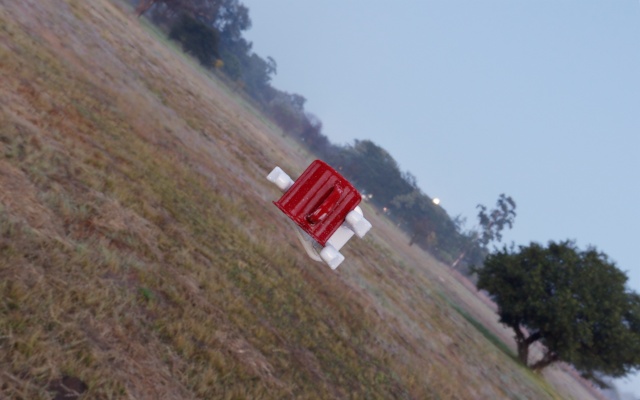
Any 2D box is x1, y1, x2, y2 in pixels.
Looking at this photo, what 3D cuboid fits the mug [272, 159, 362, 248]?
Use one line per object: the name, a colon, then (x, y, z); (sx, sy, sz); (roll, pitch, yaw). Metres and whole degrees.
mug: (0.000, 0.002, 0.604); (0.093, 0.081, 0.117); (41, -3, -6)
